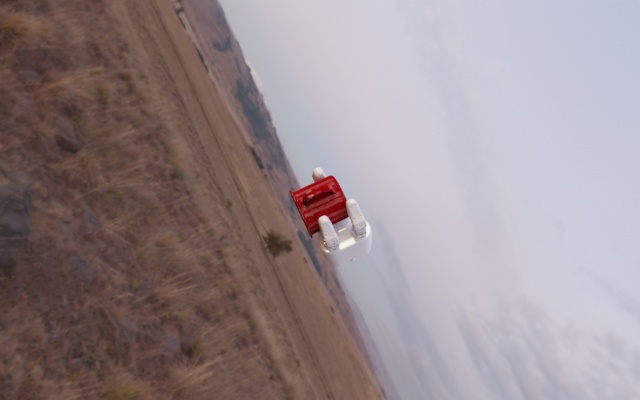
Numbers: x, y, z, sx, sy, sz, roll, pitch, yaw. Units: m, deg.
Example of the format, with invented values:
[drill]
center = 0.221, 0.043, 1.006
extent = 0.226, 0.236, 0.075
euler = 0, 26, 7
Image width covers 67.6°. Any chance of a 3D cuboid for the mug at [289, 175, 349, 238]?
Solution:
[mug]
center = 0.000, 0.002, 0.824
extent = 0.081, 0.093, 0.117
euler = -25, -23, -4
